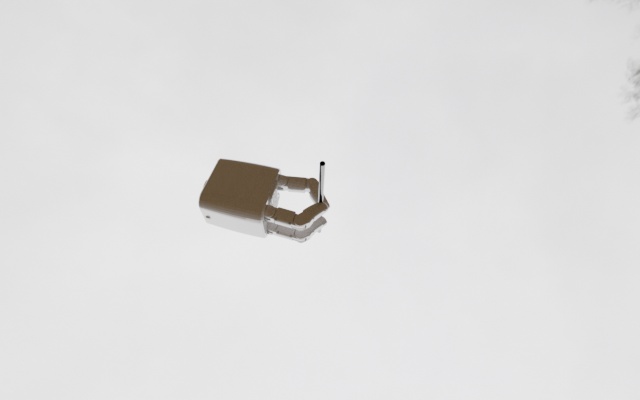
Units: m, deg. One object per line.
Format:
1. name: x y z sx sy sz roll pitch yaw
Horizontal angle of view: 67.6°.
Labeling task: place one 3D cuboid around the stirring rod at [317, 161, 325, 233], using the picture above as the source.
1. stirring rod: 0.000 0.002 0.749 0.011 0.011 0.240 0 -26 -1
